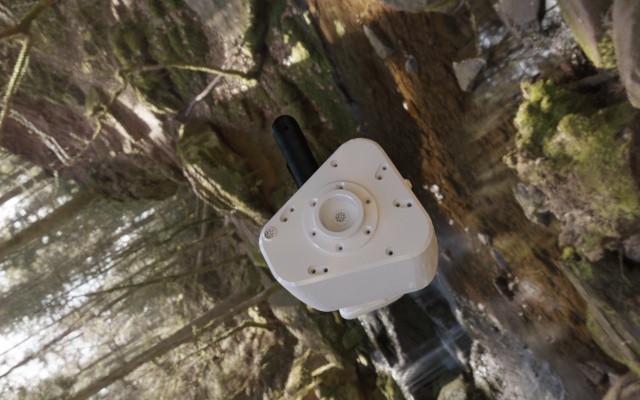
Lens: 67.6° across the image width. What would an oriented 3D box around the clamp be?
[{"bbox_3d":[0.000,0.002,0.453,0.039,0.171,0.120,-31,-23,1],"label":"clamp"}]
